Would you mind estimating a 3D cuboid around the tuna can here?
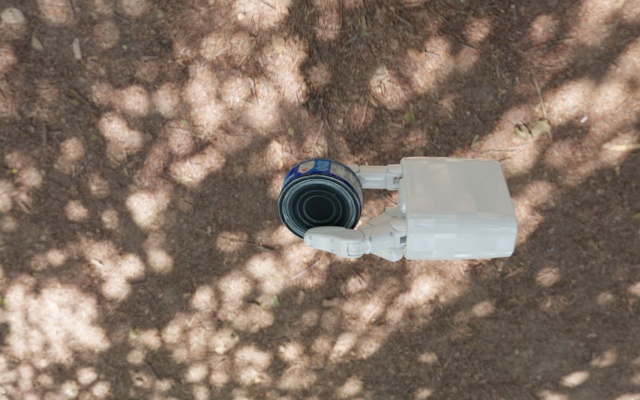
[{"bbox_3d":[0.000,0.002,0.486,0.086,0.086,0.033,0,33,7],"label":"tuna can"}]
